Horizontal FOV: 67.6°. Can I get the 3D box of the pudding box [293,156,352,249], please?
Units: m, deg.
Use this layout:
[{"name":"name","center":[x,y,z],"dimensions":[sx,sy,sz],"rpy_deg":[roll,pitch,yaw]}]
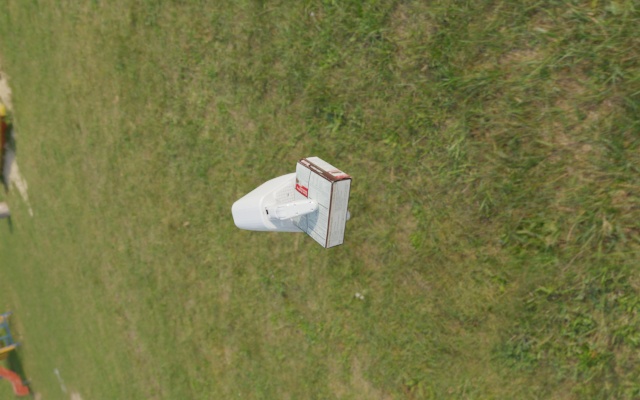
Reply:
[{"name":"pudding box","center":[0.000,0.002,0.708],"dimensions":[0.039,0.113,0.090],"rpy_deg":[-17,34,-34]}]
